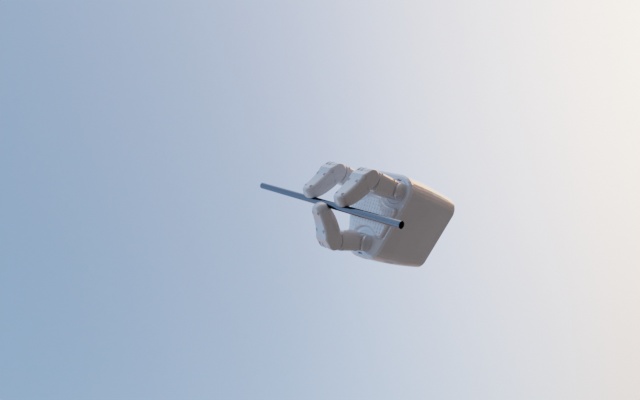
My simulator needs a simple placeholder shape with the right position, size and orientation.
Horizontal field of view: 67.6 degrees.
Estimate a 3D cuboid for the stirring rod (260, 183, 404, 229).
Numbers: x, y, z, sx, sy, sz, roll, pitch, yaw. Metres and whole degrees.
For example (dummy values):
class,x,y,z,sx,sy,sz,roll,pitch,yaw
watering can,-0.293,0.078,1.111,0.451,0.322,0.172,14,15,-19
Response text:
class,x,y,z,sx,sy,sz,roll,pitch,yaw
stirring rod,0.000,0.002,0.543,0.011,0.011,0.239,0,10,-41
